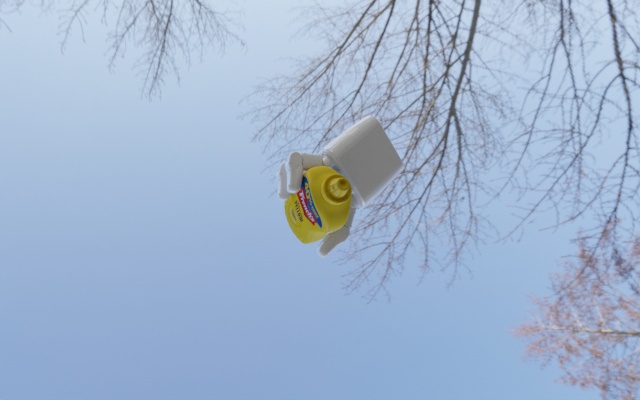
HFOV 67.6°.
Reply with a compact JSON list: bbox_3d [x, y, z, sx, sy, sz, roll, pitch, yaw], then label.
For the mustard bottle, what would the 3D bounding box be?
[{"bbox_3d":[0.000,0.003,0.703,0.058,0.096,0.192,-14,-9,-22],"label":"mustard bottle"}]
